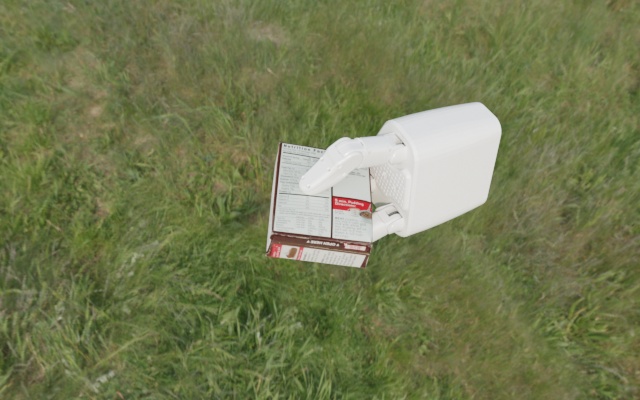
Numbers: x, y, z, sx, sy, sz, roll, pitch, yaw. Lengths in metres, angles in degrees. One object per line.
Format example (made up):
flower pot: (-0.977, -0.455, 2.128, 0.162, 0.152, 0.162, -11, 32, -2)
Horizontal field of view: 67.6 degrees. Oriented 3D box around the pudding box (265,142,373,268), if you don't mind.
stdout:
pudding box: (0.000, 0.001, 0.436, 0.090, 0.113, 0.039, 7, -42, -6)
